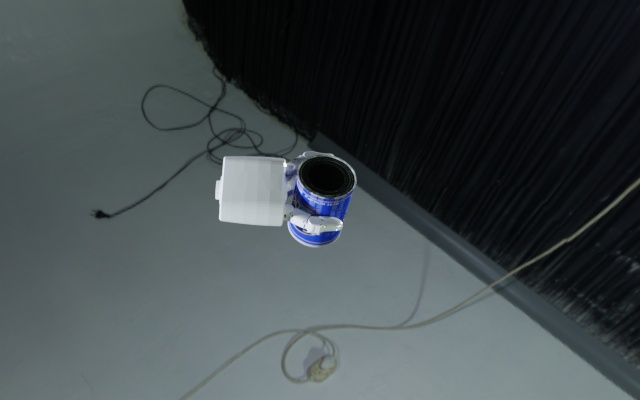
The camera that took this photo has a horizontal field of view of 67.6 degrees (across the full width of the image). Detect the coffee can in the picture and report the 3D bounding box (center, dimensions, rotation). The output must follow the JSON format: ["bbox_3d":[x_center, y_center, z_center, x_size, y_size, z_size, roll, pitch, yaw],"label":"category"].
[{"bbox_3d":[0.000,0.003,0.856,0.103,0.102,0.140,0,-40,-12],"label":"coffee can"}]
